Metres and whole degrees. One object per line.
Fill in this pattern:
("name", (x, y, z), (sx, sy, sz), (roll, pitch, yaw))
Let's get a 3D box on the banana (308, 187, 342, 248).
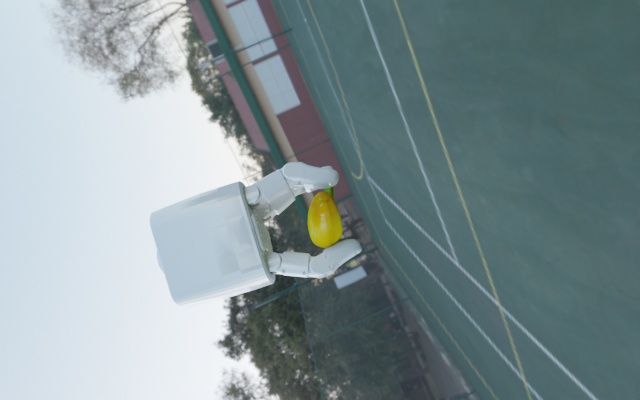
("banana", (0.003, 0.020, 0.534), (0.037, 0.069, 0.198), (-10, 5, 1))
